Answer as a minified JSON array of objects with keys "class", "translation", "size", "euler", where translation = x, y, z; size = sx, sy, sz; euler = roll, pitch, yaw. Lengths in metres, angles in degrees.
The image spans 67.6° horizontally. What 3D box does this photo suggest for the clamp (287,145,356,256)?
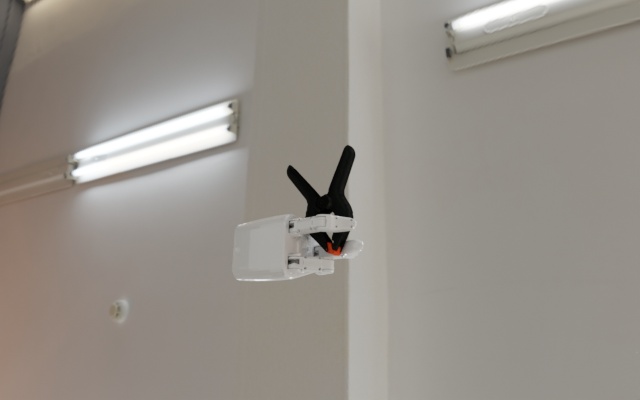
[{"class":"clamp","translation":[0.001,0.003,0.750],"size":[0.120,0.171,0.039],"euler":[-10,-20,31]}]
